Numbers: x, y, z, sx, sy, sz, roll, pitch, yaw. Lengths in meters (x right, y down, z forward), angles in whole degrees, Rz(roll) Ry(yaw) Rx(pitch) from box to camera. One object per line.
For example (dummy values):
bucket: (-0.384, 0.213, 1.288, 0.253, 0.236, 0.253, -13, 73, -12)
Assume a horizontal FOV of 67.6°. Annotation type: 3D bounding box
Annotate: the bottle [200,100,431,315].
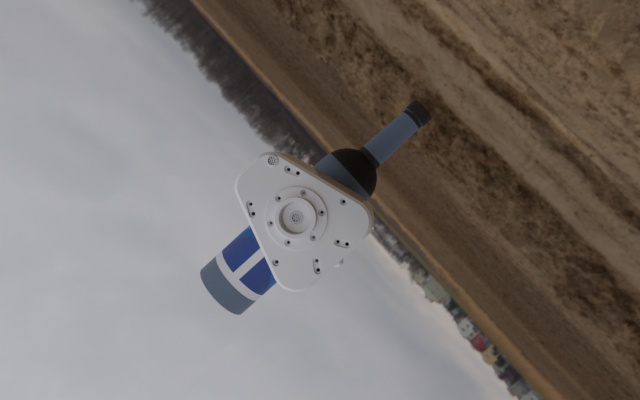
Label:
bottle: (0.000, 0.002, 0.517, 0.296, 0.069, 0.069, -42, -3, 3)
